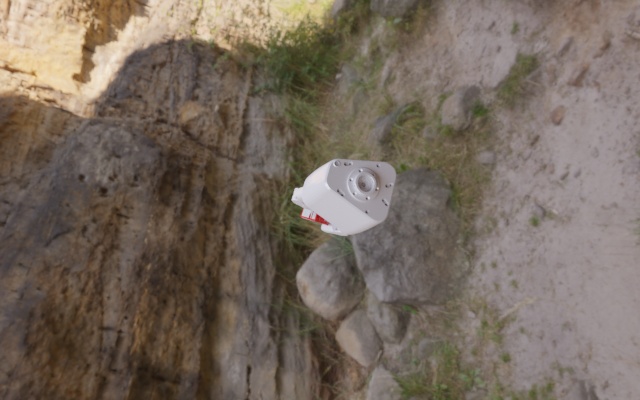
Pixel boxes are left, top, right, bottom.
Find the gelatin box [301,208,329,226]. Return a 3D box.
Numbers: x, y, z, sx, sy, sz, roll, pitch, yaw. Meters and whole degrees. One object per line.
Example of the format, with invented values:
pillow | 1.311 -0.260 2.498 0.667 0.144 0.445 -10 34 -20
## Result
gelatin box | 0.000 0.003 0.850 0.030 0.073 0.089 19 -3 -18
